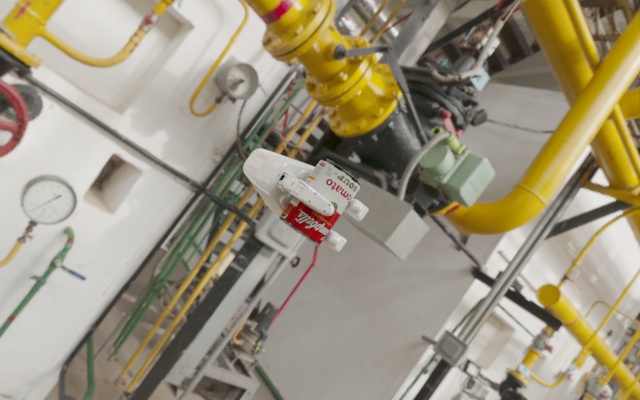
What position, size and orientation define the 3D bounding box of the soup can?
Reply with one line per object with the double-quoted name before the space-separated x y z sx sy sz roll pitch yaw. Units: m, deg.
"soup can" 0.000 0.002 0.650 0.068 0.102 0.068 36 -3 2
